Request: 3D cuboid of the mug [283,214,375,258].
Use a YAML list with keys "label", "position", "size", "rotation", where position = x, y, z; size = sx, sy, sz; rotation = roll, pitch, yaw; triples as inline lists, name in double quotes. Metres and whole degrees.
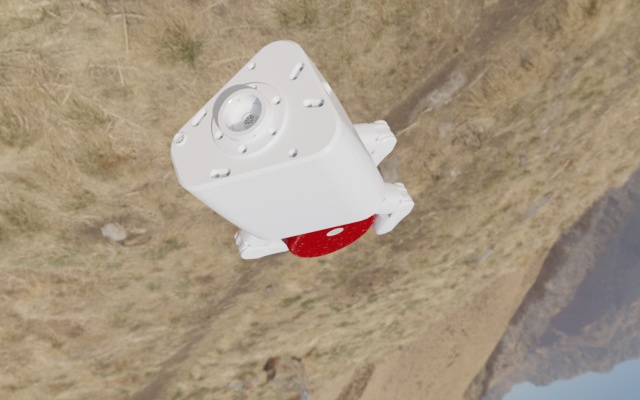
- label: "mug"
  position: [0.001, 0.002, 0.435]
  size: [0.093, 0.081, 0.117]
  rotation: [-29, -27, 7]
